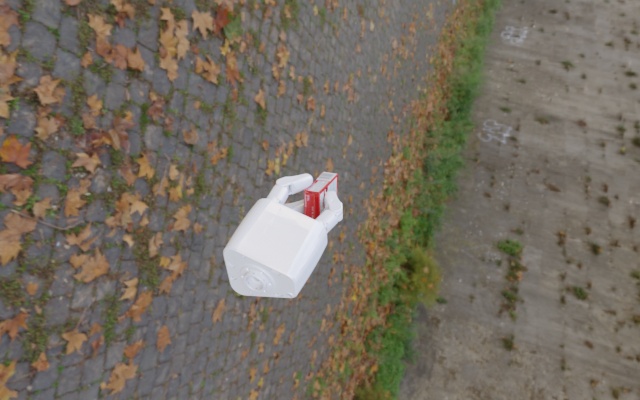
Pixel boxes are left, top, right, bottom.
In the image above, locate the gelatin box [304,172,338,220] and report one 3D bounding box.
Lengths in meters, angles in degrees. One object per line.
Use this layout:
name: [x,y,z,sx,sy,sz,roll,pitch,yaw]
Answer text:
gelatin box: [0.001,0.002,0.779,0.030,0.073,0.089,10,27,19]
